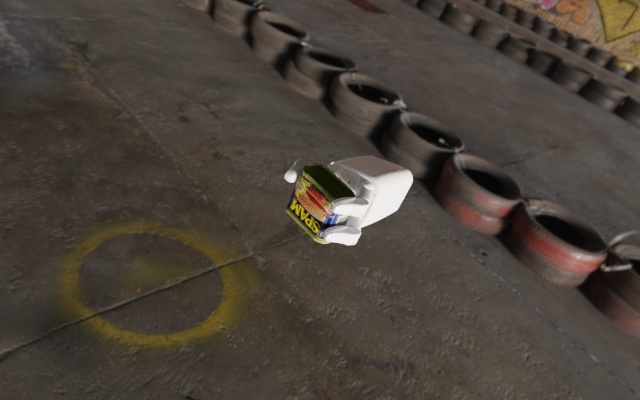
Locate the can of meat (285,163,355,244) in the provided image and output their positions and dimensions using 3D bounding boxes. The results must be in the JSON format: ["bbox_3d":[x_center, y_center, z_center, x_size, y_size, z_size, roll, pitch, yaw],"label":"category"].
[{"bbox_3d":[0.000,0.002,0.756,0.057,0.084,0.102,-15,48,-43],"label":"can of meat"}]
